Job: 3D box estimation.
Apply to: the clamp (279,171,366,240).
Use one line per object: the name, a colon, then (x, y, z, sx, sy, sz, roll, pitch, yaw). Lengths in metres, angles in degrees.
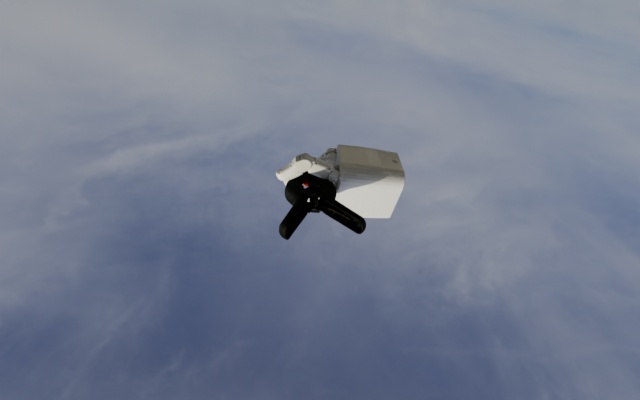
clamp: (0.000, 0.003, 0.708, 0.120, 0.039, 0.171, 6, 34, -7)
